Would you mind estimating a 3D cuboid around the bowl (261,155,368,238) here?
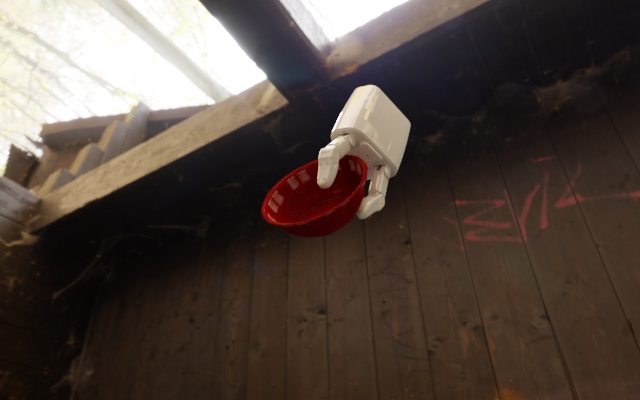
[{"bbox_3d":[-0.001,0.003,0.676,0.162,0.055,0.162,-20,30,12],"label":"bowl"}]
